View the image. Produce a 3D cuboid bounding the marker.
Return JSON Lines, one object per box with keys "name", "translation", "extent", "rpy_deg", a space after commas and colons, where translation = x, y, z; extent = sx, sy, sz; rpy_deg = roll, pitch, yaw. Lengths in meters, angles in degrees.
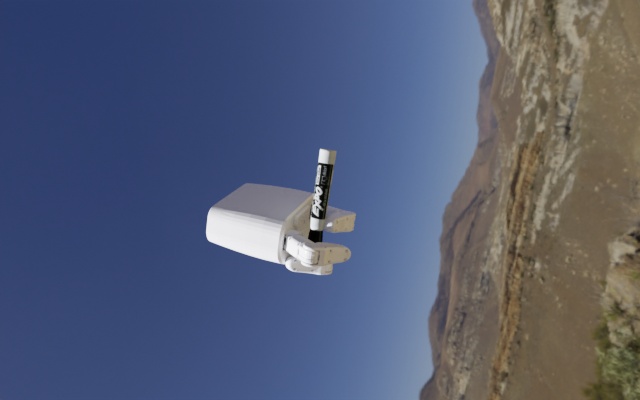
{"name": "marker", "translation": [0.000, 0.002, 0.548], "extent": [0.020, 0.121, 0.020], "rpy_deg": [8, 9, -1]}
